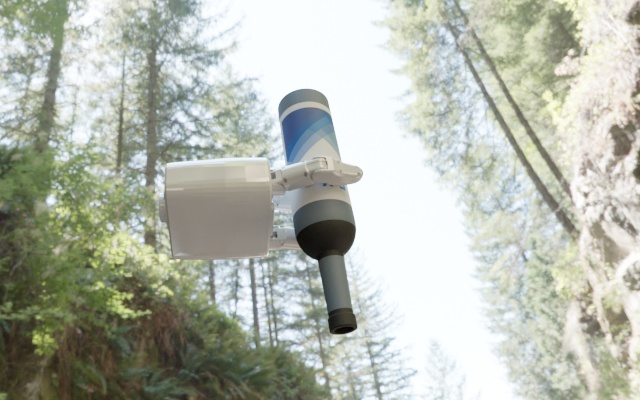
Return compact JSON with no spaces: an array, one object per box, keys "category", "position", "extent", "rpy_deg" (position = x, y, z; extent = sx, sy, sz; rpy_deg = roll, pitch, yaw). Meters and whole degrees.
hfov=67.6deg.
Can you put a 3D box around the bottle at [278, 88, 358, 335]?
[{"category":"bottle","position":[0.000,0.002,0.532],"extent":[0.069,0.295,0.069],"rpy_deg":[-7,-33,-5]}]
